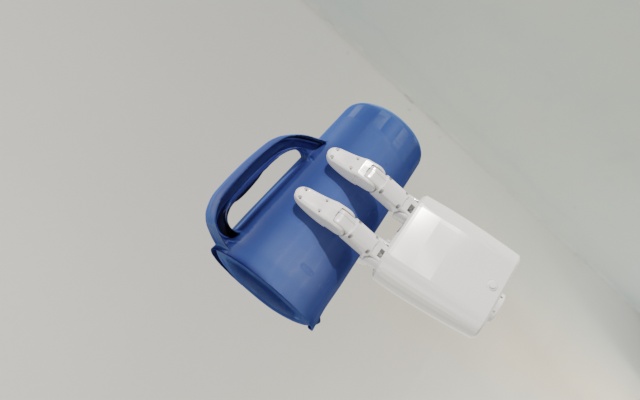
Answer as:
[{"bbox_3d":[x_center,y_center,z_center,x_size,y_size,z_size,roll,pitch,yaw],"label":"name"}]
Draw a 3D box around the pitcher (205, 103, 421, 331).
[{"bbox_3d":[0.000,0.002,0.520,0.145,0.242,0.149,33,-21,14],"label":"pitcher"}]
